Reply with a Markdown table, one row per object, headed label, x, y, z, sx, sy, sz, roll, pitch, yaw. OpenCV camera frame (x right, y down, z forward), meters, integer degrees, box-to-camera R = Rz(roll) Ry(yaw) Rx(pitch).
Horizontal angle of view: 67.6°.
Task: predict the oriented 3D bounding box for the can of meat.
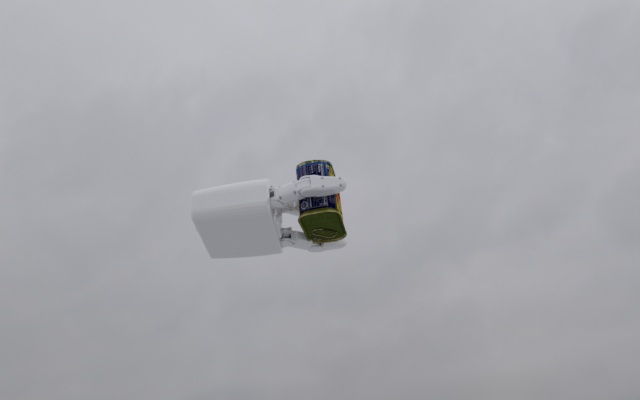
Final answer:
| label | x | y | z | sx | sy | sz | roll | pitch | yaw |
| --- | --- | --- | --- | --- | --- | --- | --- | --- | --- |
| can of meat | 0.000 | 0.002 | 0.671 | 0.057 | 0.084 | 0.102 | -10 | -28 | 6 |
